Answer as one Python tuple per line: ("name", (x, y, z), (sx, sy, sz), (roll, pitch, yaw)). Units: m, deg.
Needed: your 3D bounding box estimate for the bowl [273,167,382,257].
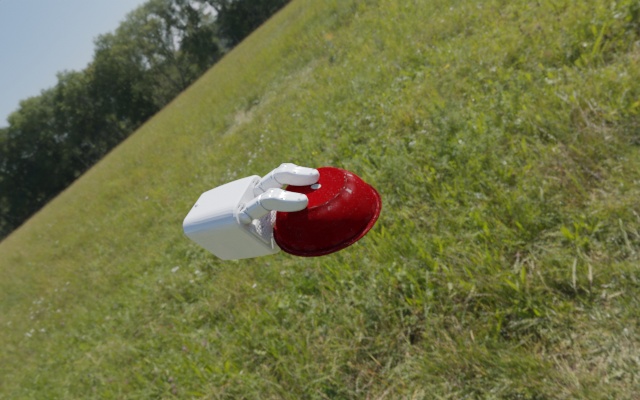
("bowl", (0.001, 0.002, 0.660), (0.162, 0.055, 0.162), (-15, 35, 11))
